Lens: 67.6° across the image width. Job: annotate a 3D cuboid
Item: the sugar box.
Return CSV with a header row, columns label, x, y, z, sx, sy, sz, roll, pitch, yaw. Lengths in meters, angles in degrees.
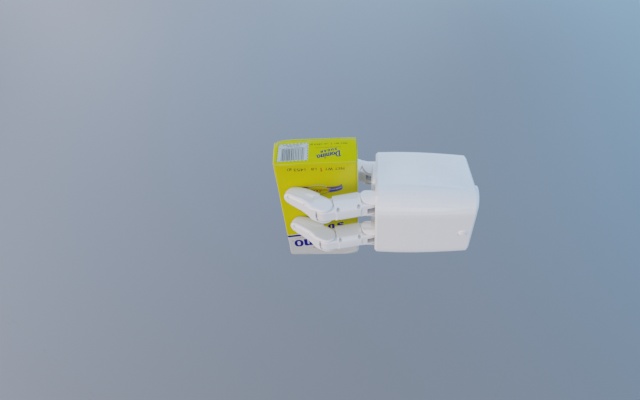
label,x,y,z,sx,sy,sz,roll,pitch,yaw
sugar box,0.000,0.002,0.581,0.093,0.048,0.176,-2,-42,5
